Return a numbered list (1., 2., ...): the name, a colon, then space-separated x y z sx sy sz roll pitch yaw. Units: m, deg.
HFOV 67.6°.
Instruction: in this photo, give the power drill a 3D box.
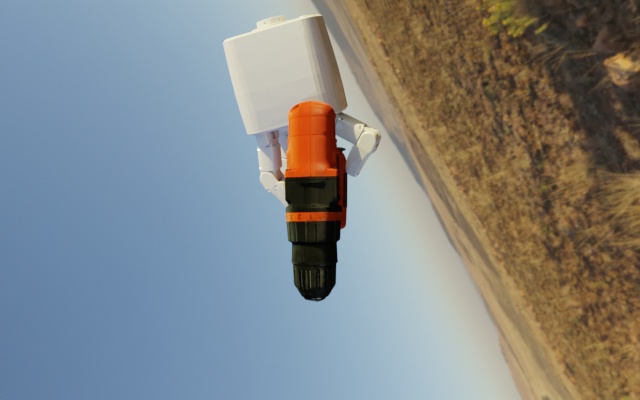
1. power drill: 0.000 0.001 0.512 0.057 0.184 0.187 1 -1 3
